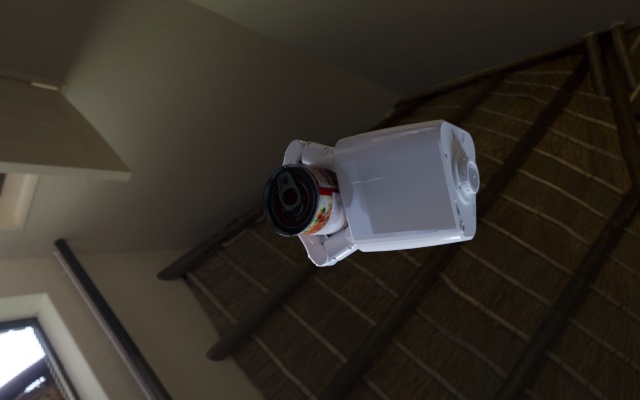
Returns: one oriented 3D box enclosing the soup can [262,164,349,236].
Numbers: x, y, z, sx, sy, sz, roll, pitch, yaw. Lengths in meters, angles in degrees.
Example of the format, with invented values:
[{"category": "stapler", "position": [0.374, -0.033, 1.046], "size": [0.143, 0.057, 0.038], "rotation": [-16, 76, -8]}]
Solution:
[{"category": "soup can", "position": [0.000, 0.002, 0.487], "size": [0.068, 0.068, 0.102], "rotation": [0, -3, 36]}]
